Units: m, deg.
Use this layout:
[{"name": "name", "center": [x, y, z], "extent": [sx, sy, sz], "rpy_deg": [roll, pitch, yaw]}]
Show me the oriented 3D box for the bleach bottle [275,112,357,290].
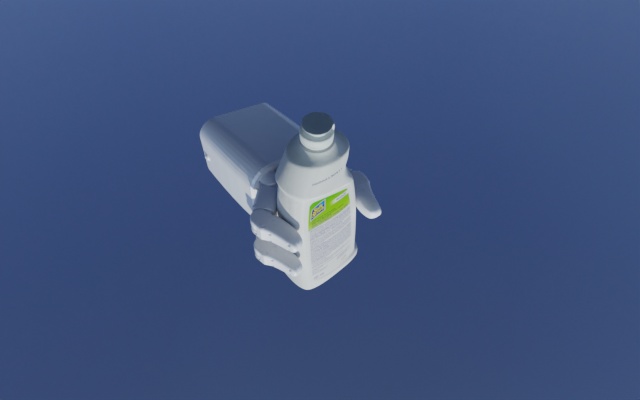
[{"name": "bleach bottle", "center": [0.000, 0.002, 0.518], "extent": [0.102, 0.068, 0.251], "rpy_deg": [-37, -27, -25]}]
